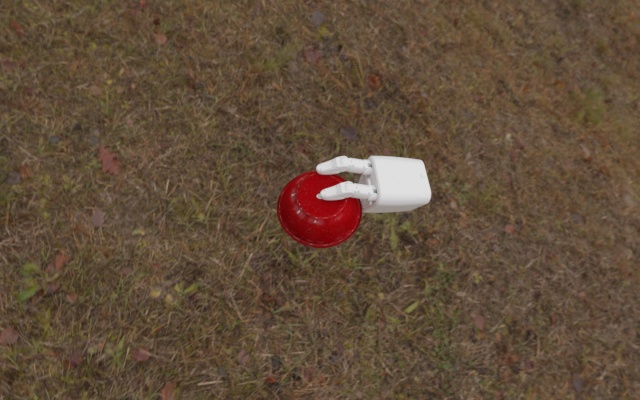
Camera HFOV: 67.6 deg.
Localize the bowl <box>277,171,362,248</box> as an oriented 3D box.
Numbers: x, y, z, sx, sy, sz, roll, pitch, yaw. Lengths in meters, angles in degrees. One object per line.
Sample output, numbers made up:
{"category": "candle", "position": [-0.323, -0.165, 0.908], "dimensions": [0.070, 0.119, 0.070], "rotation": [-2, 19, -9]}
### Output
{"category": "bowl", "position": [-0.001, 0.003, 0.875], "dimensions": [0.162, 0.162, 0.055], "rotation": [0, -28, -4]}
